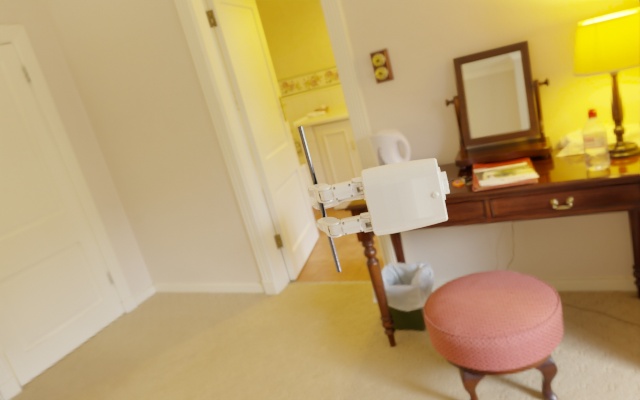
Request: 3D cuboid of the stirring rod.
[{"bbox_3d":[0.000,0.002,0.739,0.011,0.239,0.011,-14,15,4],"label":"stirring rod"}]
